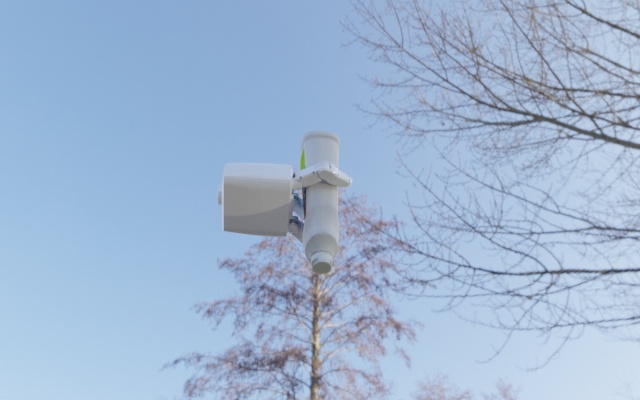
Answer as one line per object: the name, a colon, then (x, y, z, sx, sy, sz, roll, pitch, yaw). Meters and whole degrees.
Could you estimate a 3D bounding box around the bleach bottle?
bleach bottle: (0.000, 0.003, 0.764, 0.068, 0.103, 0.250, 3, 45, -5)
